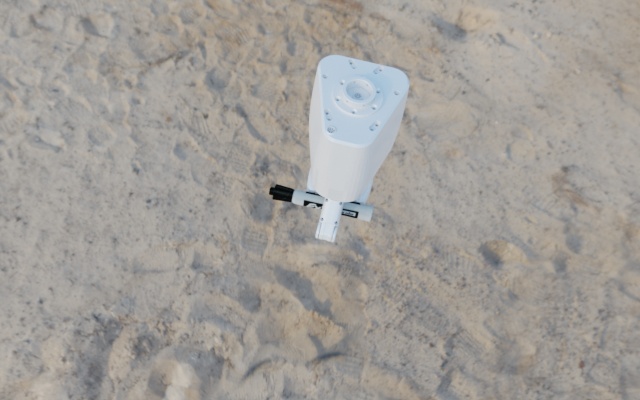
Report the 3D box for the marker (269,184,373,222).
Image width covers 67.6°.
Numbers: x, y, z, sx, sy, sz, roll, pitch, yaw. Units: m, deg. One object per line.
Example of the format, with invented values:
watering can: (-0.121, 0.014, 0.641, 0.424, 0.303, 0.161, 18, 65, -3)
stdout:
marker: (0.000, 0.002, 0.551, 0.121, 0.020, 0.020, 13, 0, 2)
